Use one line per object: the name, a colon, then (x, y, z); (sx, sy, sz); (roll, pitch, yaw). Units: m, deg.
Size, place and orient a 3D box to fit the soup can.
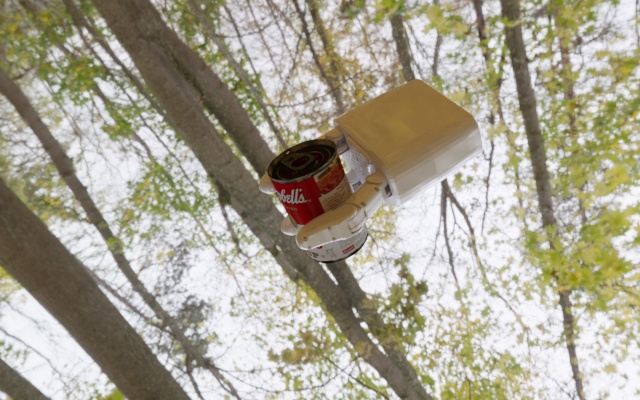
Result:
soup can: (0.000, 0.002, 0.459); (0.068, 0.102, 0.068); (-17, 32, 11)
